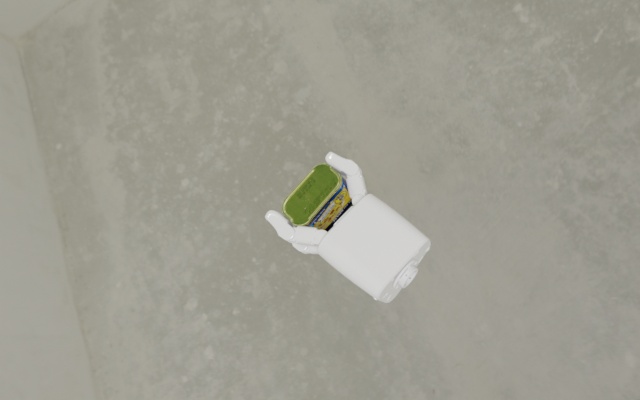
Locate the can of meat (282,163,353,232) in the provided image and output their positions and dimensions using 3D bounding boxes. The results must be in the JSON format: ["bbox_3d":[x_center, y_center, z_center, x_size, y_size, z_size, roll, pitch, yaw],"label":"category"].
[{"bbox_3d":[0.000,0.002,0.702,0.057,0.102,0.084,41,1,25],"label":"can of meat"}]
